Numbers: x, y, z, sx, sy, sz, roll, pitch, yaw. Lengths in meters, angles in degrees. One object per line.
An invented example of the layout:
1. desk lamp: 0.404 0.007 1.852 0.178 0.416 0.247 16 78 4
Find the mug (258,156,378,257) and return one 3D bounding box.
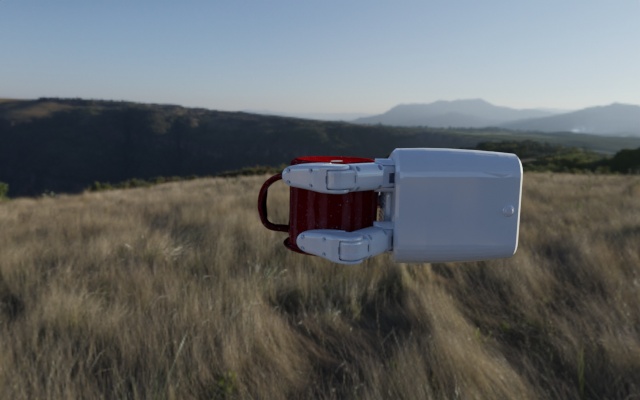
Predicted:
1. mug: -0.001 0.001 0.446 0.117 0.081 0.093 1 9 -2
